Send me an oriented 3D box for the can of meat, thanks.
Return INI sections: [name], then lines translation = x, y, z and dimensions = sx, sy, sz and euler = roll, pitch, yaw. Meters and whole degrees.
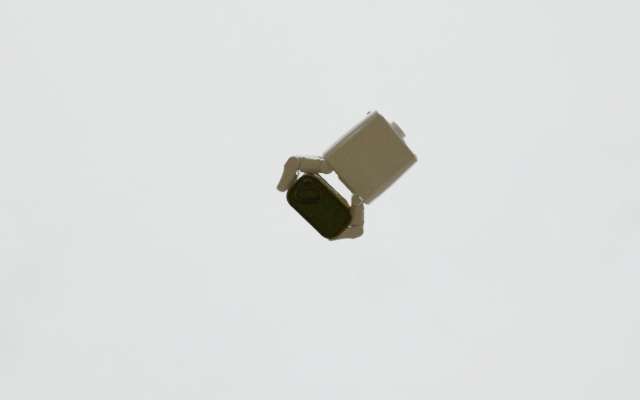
[can of meat]
translation = 0.000, 0.002, 0.732
dimensions = 0.102, 0.057, 0.084
euler = 44, 9, -5
